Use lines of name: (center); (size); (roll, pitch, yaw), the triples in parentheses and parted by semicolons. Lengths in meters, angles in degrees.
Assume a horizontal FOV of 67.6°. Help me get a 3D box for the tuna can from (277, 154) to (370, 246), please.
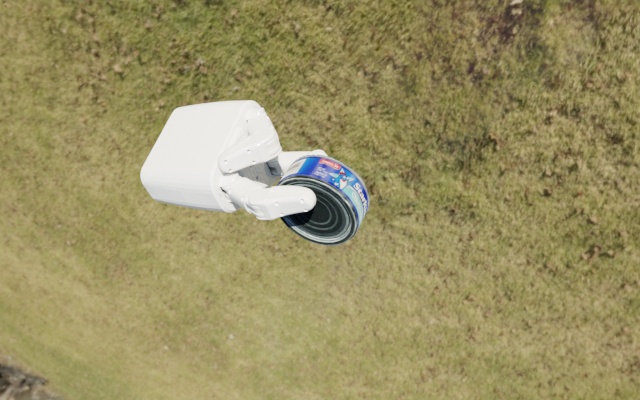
tuna can: (0.000, 0.002, 0.444); (0.086, 0.086, 0.033); (0, 40, 30)
